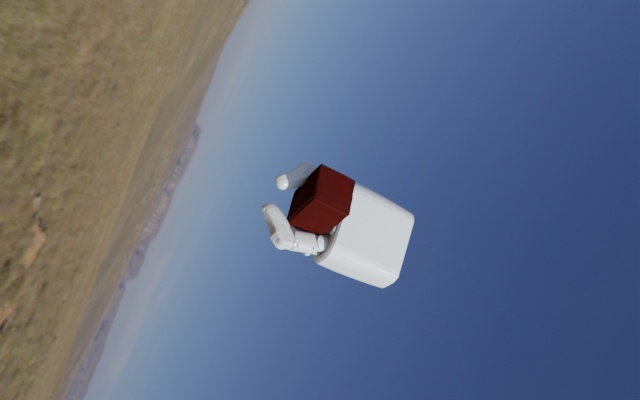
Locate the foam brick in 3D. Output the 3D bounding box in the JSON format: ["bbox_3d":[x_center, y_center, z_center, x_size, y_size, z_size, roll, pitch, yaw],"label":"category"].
[{"bbox_3d":[0.000,0.002,0.592,0.051,0.053,0.078,25,-36,-17],"label":"foam brick"}]
